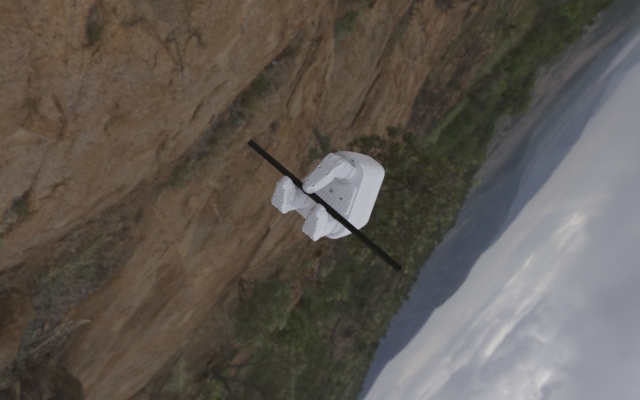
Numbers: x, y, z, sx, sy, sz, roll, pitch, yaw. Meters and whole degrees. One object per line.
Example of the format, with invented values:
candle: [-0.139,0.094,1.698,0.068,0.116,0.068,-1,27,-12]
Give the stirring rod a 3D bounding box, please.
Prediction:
stirring rod: [0.000,0.002,0.562,0.239,0.011,0.011,40,13,16]
